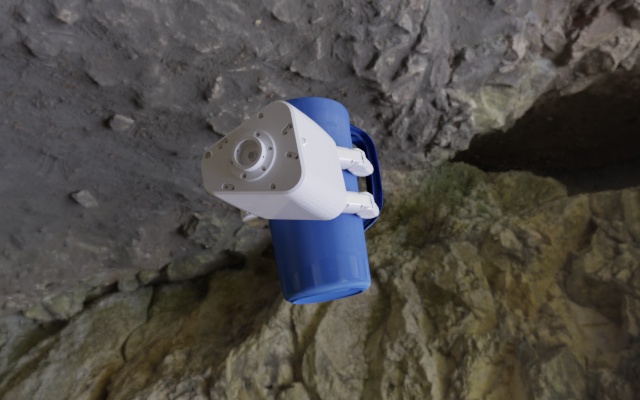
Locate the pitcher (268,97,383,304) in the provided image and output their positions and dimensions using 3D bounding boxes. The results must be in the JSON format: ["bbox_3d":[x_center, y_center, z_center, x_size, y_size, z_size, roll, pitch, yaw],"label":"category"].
[{"bbox_3d":[0.000,0.002,0.614,0.149,0.242,0.145,-15,-18,17],"label":"pitcher"}]
